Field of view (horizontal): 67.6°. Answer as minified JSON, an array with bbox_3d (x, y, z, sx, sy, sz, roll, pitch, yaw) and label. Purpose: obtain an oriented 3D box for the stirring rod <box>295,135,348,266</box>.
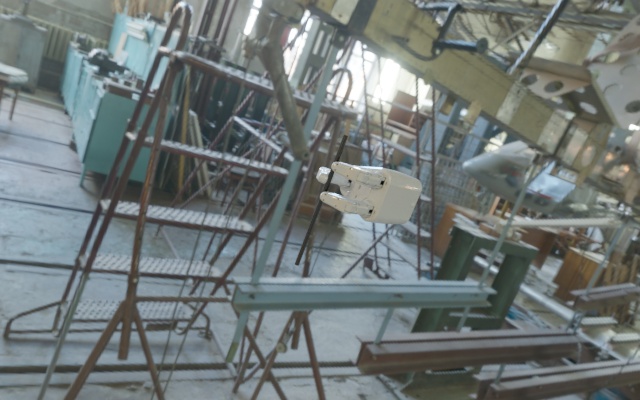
[{"bbox_3d":[0.000,0.003,0.813,0.011,0.239,0.011,20,12,-4],"label":"stirring rod"}]
